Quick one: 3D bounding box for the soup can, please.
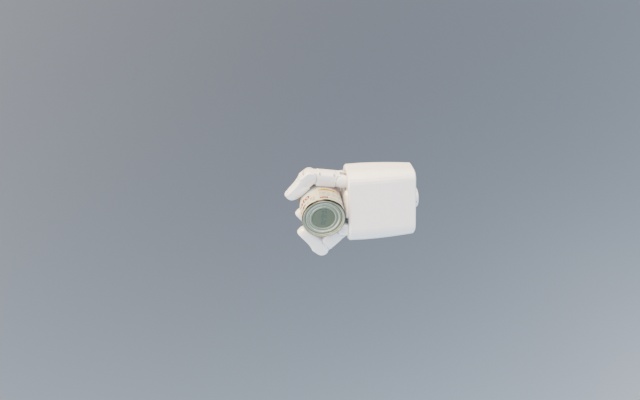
[{"bbox_3d":[0.000,0.003,0.750,0.068,0.068,0.102,0,31,-7],"label":"soup can"}]
